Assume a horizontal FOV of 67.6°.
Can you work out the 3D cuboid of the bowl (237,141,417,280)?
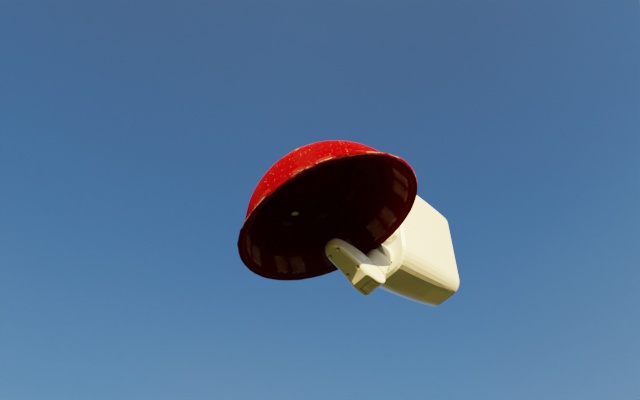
[{"bbox_3d":[-0.001,0.001,0.415,0.162,0.055,0.162,-18,-36,-13],"label":"bowl"}]
